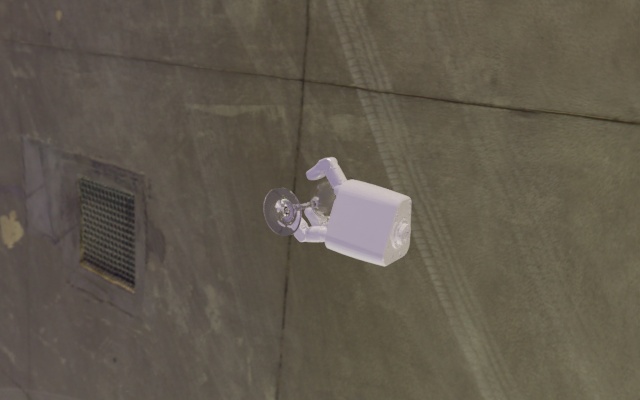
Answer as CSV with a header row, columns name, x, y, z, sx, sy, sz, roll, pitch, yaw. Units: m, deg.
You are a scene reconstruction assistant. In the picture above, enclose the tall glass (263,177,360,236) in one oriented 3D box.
name,x,y,z,sx,sy,sz,roll,pitch,yaw
tall glass,0.000,0.003,0.795,0.079,0.079,0.201,0,9,36
